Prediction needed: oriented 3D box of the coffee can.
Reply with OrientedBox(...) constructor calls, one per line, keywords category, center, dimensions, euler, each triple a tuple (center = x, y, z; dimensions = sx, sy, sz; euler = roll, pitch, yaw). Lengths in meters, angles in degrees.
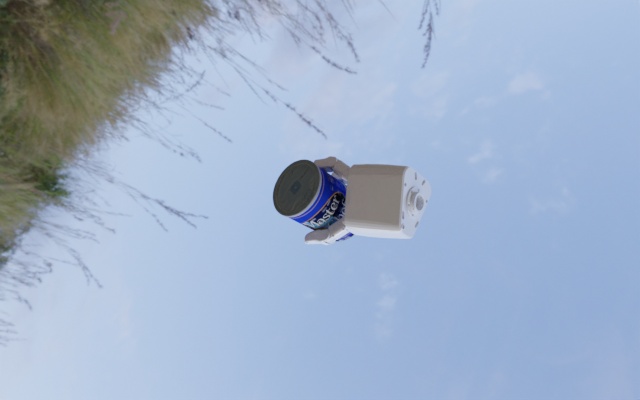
OrientedBox(category="coffee can", center=(0.000, 0.003, 0.842), dimensions=(0.103, 0.102, 0.140), euler=(0, -21, 41))
